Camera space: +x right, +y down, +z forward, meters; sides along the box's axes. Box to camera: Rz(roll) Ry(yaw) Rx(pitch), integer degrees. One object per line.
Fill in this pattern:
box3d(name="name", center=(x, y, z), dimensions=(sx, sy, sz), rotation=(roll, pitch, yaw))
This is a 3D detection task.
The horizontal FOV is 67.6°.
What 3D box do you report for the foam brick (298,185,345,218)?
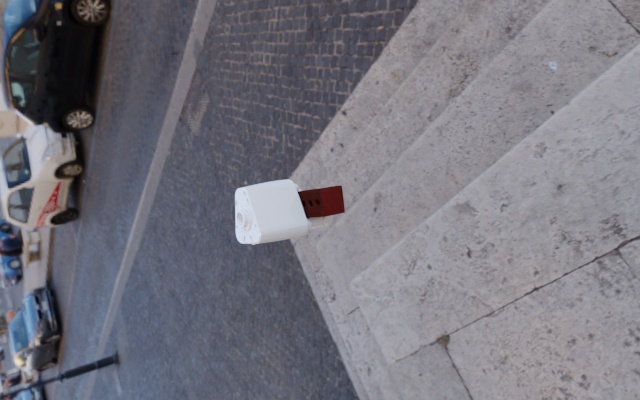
box3d(name="foam brick", center=(0.000, 0.003, 0.900), dimensions=(0.051, 0.053, 0.078), rotation=(-10, 2, -38))
